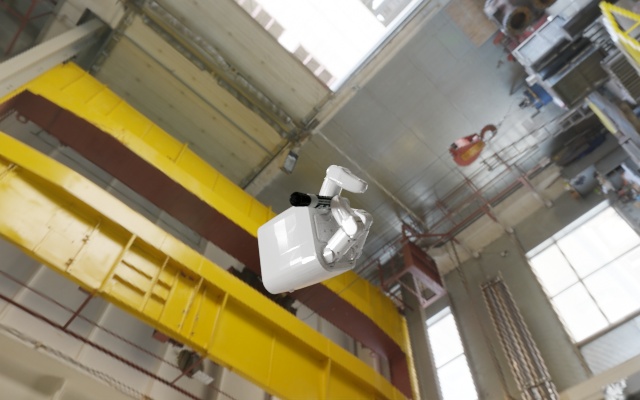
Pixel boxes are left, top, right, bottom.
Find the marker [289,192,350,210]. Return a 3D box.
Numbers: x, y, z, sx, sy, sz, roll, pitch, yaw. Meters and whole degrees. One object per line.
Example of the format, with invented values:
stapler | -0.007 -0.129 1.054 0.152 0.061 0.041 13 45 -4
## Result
marker | 0.000 0.002 0.619 0.020 0.020 0.121 0 -3 34
